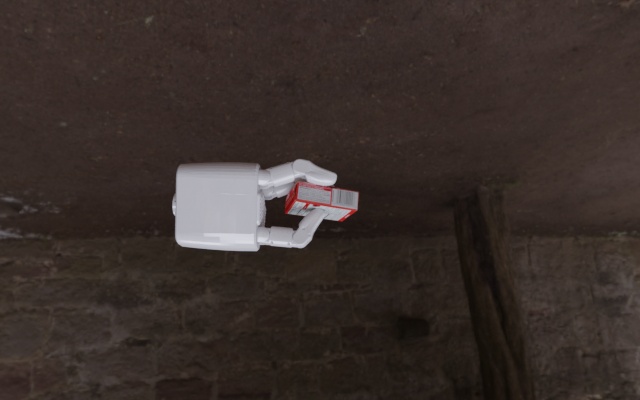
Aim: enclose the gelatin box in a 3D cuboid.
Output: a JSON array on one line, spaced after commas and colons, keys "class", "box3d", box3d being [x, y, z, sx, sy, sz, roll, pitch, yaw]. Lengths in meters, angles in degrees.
[{"class": "gelatin box", "box3d": [0.000, 0.003, 0.663, 0.089, 0.030, 0.073, 9, -17, -12]}]
